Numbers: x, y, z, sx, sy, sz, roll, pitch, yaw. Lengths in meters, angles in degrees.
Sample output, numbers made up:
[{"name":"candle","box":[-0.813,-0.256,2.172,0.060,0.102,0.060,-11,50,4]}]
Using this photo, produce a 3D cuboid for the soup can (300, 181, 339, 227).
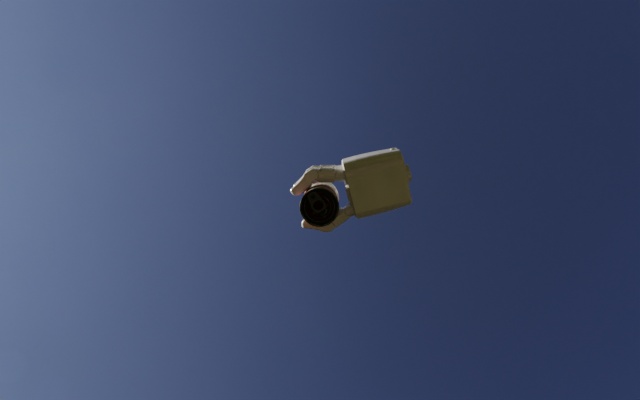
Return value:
[{"name":"soup can","box":[0.000,0.003,0.860,0.068,0.068,0.102,0,11,2]}]
